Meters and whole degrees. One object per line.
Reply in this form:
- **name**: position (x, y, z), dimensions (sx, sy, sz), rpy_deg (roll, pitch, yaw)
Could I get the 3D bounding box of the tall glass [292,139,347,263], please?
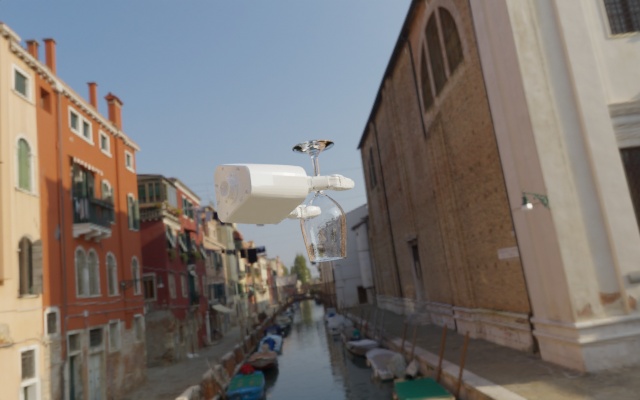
- **tall glass**: position (0.000, 0.002, 0.816), dimensions (0.079, 0.201, 0.079), rpy_deg (-8, -10, -1)
